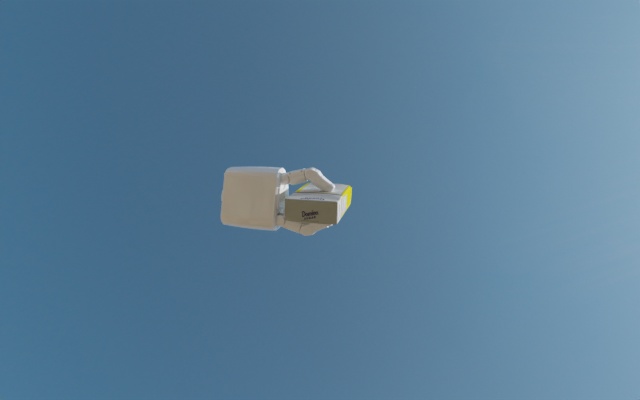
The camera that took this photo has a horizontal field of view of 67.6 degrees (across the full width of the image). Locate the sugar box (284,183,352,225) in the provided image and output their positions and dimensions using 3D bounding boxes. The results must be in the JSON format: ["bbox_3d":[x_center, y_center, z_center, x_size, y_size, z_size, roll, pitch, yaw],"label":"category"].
[{"bbox_3d":[0.000,0.003,0.874,0.093,0.048,0.176,4,14,11],"label":"sugar box"}]
